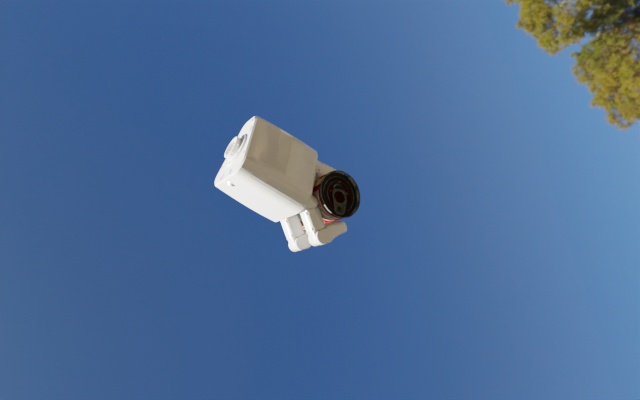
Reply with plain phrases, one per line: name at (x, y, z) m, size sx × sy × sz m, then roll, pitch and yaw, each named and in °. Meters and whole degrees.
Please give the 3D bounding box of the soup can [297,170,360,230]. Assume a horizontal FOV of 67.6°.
soup can at (0.000, 0.002, 0.697) m, size 0.068 × 0.068 × 0.102 m, roll 0°, pitch -13°, yaw -35°
